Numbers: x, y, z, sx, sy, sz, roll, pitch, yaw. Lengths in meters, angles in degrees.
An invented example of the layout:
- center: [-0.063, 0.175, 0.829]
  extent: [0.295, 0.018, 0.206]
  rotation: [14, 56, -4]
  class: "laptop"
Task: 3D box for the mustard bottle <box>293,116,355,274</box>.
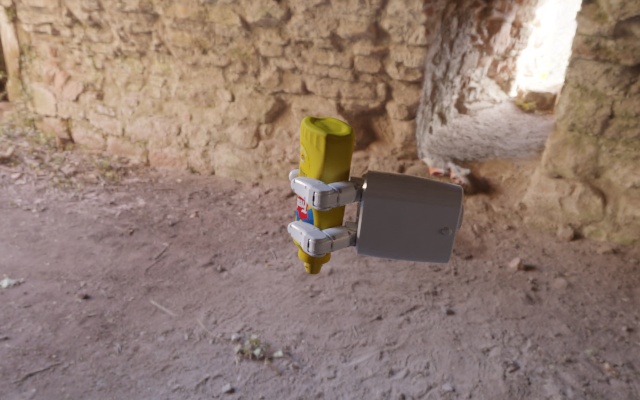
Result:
- center: [0.000, 0.002, 0.572]
  extent: [0.058, 0.192, 0.096]
  rotation: [-2, 23, -17]
  class: "mustard bottle"
